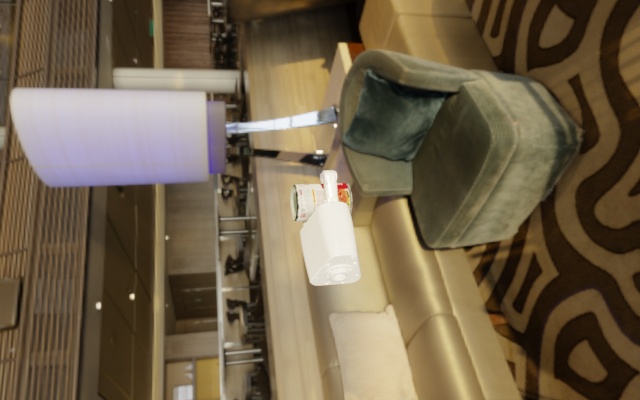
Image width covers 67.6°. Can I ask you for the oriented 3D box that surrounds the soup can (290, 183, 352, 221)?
[{"bbox_3d":[0.000,0.002,0.875,0.102,0.068,0.068,-2,0,-12],"label":"soup can"}]
